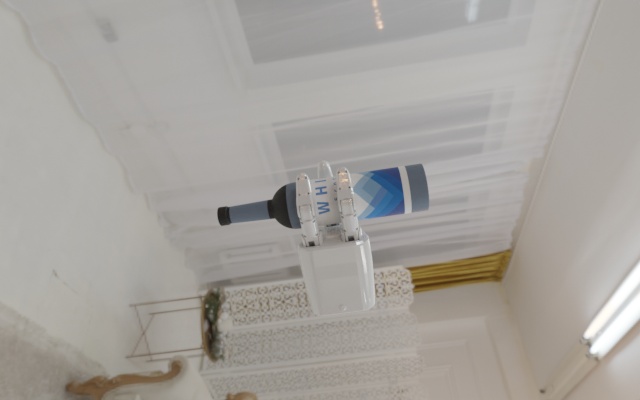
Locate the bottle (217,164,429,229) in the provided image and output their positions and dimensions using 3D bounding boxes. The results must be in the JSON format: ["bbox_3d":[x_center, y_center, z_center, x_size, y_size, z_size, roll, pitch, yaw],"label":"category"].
[{"bbox_3d":[0.000,0.002,0.677,0.296,0.069,0.069,-8,-1,4],"label":"bottle"}]
